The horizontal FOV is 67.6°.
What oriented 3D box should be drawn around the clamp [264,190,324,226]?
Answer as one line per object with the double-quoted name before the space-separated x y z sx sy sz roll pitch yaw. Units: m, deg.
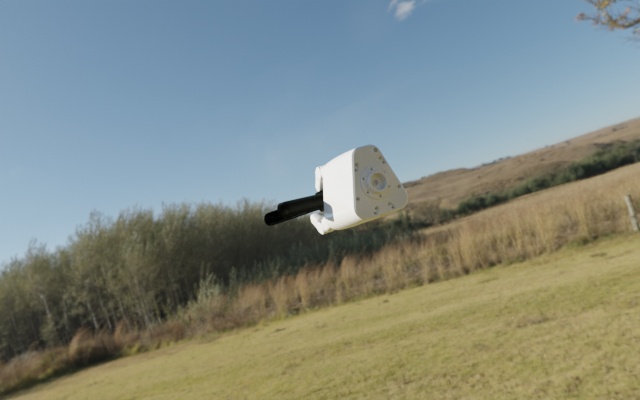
"clamp" 0.000 0.002 0.849 0.210 0.036 0.164 -16 -3 -23
